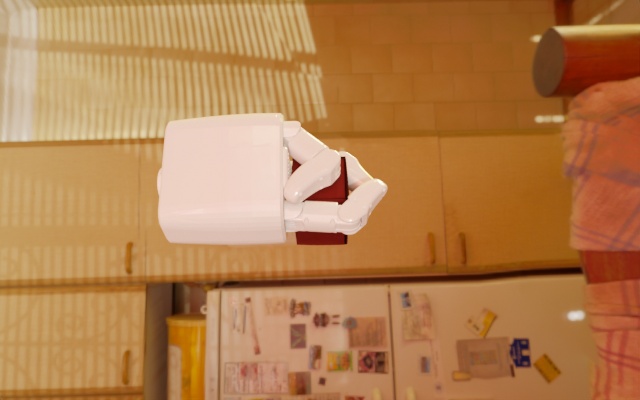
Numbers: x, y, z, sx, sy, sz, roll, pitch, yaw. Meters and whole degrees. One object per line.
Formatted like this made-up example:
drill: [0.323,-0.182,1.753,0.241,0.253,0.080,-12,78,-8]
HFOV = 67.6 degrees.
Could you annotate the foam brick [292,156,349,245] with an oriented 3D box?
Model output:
foam brick: [0.000,0.002,0.461,0.051,0.053,0.078,-2,-38,0]
